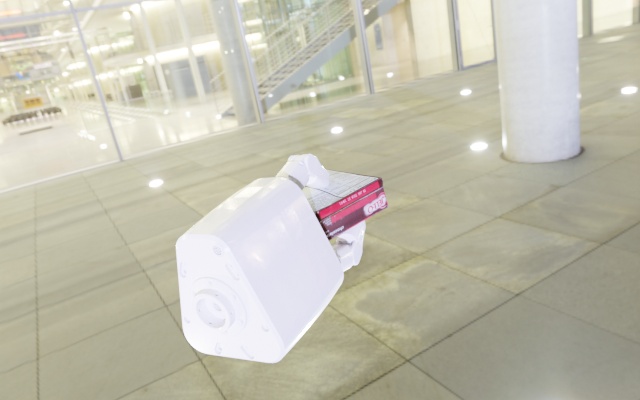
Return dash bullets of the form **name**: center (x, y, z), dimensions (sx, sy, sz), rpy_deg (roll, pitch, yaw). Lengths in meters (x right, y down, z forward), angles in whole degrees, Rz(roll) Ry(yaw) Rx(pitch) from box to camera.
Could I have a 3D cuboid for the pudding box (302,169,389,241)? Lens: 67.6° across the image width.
- **pudding box**: center (0.000, 0.002, 0.502), dimensions (0.090, 0.039, 0.113), rpy_deg (-26, 25, -30)
